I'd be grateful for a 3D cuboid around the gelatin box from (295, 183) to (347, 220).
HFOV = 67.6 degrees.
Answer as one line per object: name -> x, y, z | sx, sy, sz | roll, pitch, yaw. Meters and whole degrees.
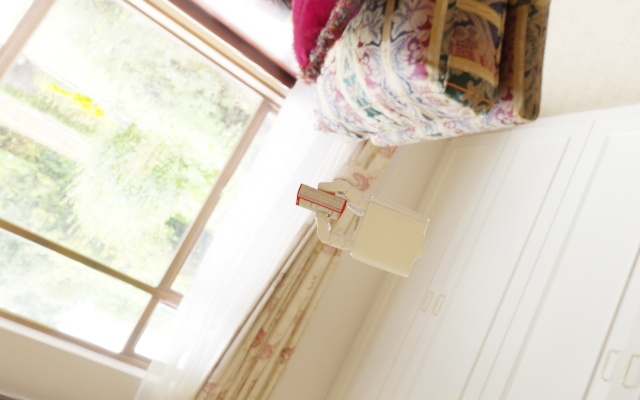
gelatin box -> 0.000, 0.003, 0.865 | 0.089, 0.030, 0.073 | 20, -12, 0
